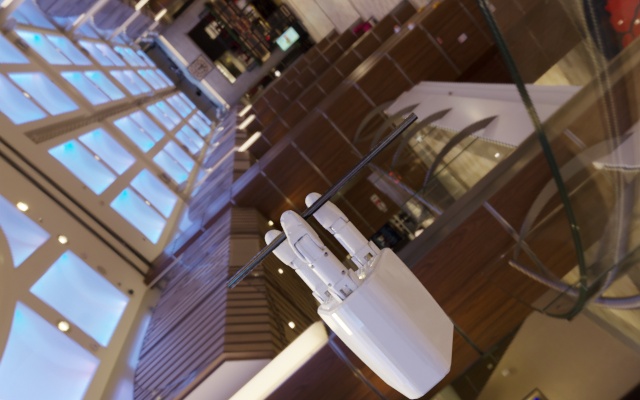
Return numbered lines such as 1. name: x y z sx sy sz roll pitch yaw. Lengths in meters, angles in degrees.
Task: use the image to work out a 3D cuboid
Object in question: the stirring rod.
1. stirring rod: 0.000 0.001 0.454 0.239 0.011 0.011 -42 -3 4
